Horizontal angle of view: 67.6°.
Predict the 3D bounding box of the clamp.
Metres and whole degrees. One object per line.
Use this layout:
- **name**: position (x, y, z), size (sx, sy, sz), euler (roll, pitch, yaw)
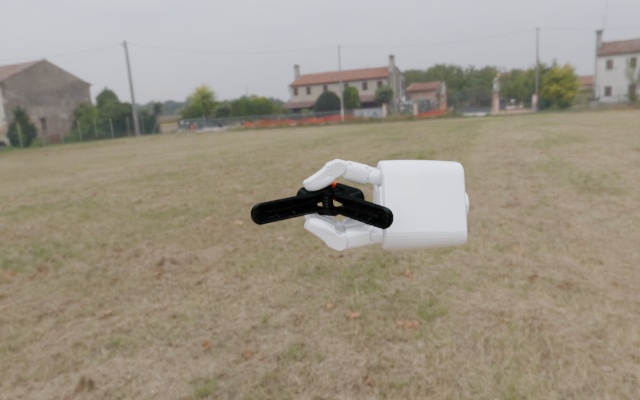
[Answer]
- **clamp**: position (0.000, 0.001, 0.633), size (0.164, 0.036, 0.210), euler (1, 11, -1)
